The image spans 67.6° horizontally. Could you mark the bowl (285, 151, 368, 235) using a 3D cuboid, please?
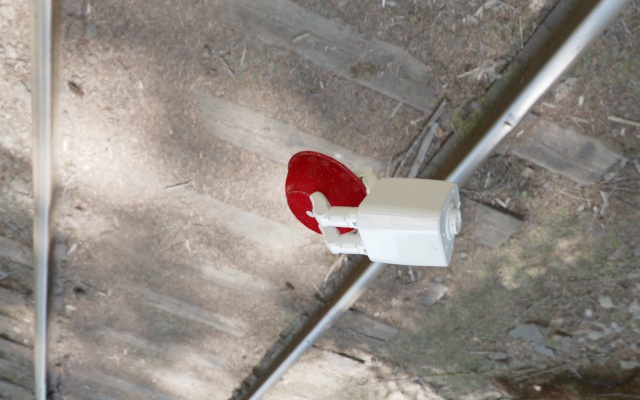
[{"bbox_3d":[-0.001,0.003,0.739,0.162,0.162,0.055,0,42,49],"label":"bowl"}]
